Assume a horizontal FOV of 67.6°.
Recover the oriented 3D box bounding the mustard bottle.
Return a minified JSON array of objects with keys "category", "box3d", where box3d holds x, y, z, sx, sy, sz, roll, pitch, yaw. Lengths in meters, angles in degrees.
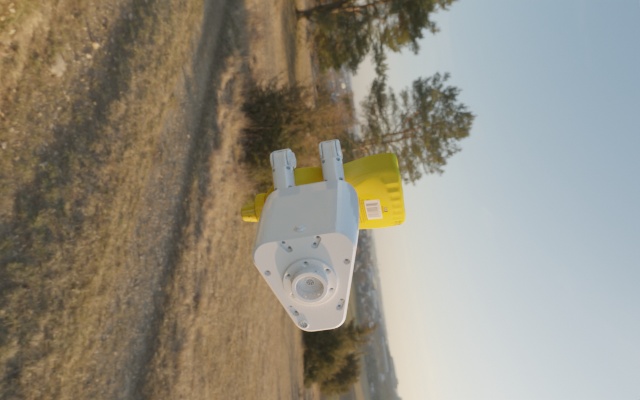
[{"category":"mustard bottle","box3d":[0.000,0.002,0.564,0.191,0.058,0.096,-9,-42,7]}]
